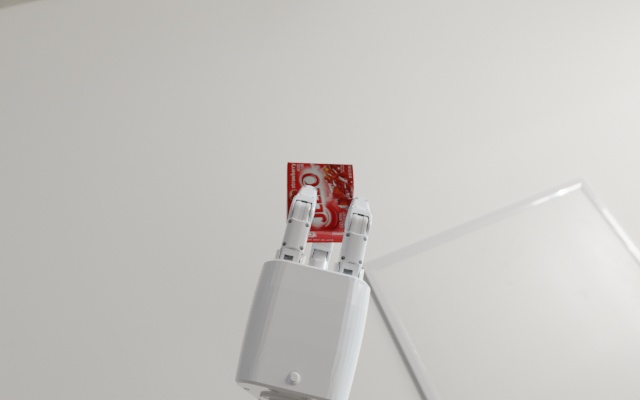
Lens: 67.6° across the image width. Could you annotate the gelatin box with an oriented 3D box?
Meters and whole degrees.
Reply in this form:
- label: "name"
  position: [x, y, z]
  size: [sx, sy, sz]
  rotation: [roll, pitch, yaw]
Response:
- label: "gelatin box"
  position: [0.000, 0.002, 0.510]
  size: [0.073, 0.089, 0.030]
  rotation: [1, -34, -5]
